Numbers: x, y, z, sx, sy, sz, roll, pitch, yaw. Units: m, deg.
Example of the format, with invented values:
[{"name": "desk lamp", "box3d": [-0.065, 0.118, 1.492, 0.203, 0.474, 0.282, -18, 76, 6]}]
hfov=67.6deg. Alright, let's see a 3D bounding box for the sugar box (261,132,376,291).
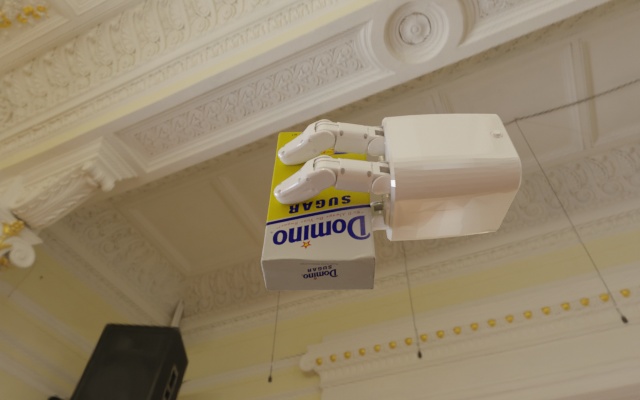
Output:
[{"name": "sugar box", "box3d": [0.000, 0.001, 0.447, 0.093, 0.048, 0.176, -2, 41, 2]}]
